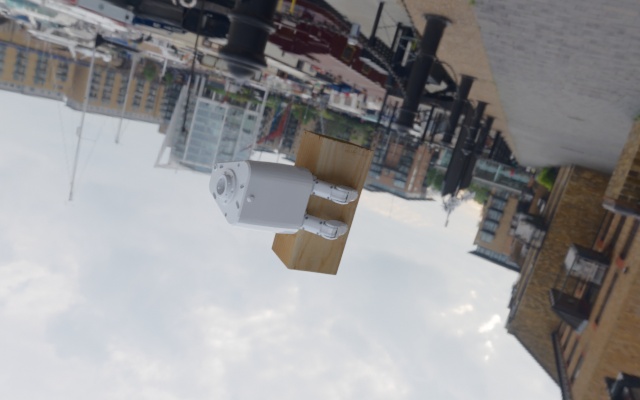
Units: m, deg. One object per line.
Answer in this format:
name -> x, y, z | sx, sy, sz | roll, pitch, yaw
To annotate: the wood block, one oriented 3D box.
wood block -> 0.000, 0.002, 0.763 | 0.090, 0.206, 0.090 | 11, 11, -27
